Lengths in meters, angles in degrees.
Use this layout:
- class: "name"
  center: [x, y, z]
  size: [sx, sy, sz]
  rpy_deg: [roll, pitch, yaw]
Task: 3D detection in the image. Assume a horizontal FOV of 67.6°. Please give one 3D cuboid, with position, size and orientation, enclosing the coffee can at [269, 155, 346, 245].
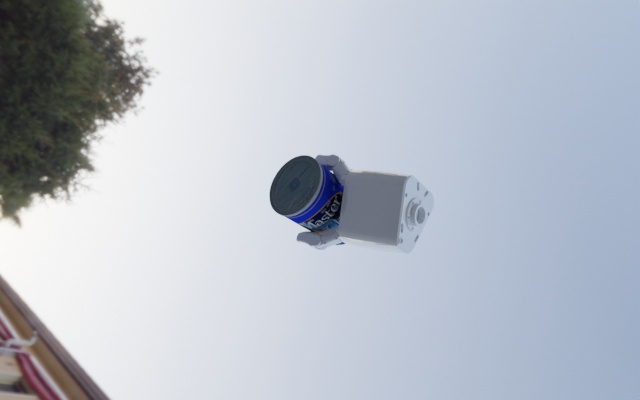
- class: "coffee can"
  center: [0.000, 0.003, 0.785]
  size: [0.103, 0.102, 0.140]
  rpy_deg: [0, -23, 40]
